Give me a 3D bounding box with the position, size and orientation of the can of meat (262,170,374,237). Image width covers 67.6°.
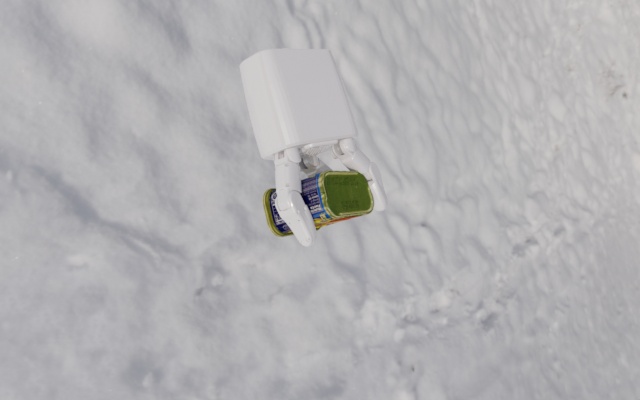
[{"bbox_3d":[0.000,0.002,0.545,0.084,0.057,0.102,-18,-8,35],"label":"can of meat"}]
